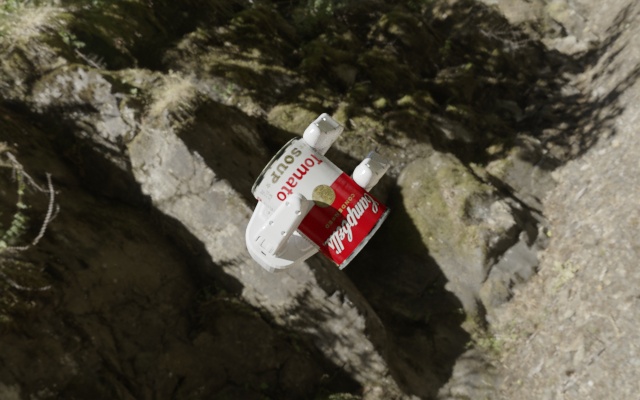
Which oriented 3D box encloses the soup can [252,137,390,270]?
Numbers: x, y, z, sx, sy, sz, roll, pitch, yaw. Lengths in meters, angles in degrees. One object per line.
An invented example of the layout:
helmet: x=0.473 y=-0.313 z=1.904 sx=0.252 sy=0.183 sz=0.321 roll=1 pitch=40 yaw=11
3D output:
soup can: x=0.000 y=0.001 z=0.414 sx=0.102 sy=0.068 sz=0.068 roll=40 pitch=2 yaw=3
